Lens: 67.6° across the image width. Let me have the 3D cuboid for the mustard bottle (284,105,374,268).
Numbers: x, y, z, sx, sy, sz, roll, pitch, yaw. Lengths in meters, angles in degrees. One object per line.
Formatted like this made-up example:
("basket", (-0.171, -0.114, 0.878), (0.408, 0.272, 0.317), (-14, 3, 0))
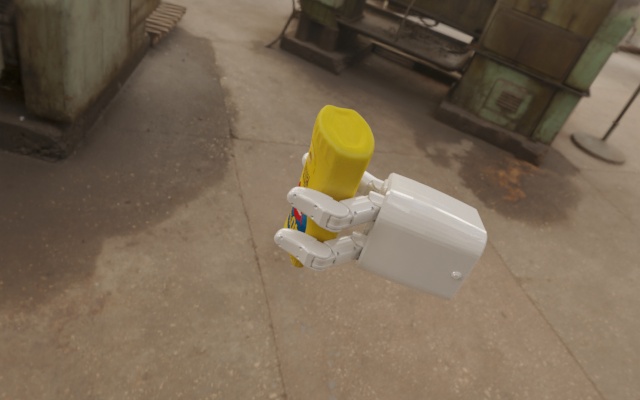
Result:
("mustard bottle", (0.000, 0.001, 0.517), (0.058, 0.192, 0.096), (8, 38, -15))
